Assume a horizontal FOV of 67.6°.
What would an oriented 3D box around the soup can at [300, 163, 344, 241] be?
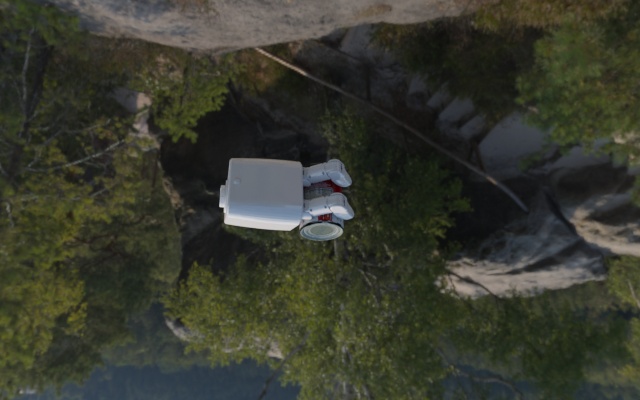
[{"bbox_3d":[0.001,0.003,0.736,0.068,0.102,0.068,-2,-27,-1],"label":"soup can"}]
